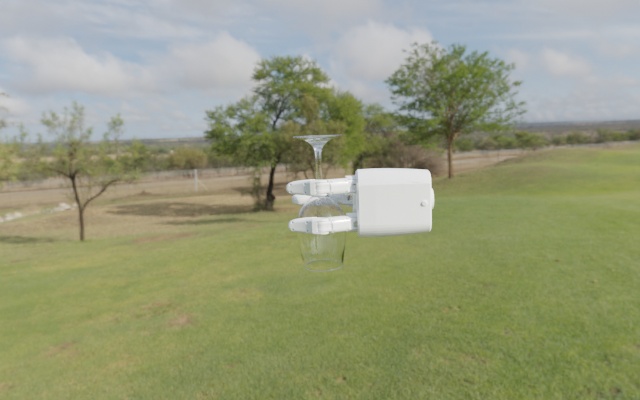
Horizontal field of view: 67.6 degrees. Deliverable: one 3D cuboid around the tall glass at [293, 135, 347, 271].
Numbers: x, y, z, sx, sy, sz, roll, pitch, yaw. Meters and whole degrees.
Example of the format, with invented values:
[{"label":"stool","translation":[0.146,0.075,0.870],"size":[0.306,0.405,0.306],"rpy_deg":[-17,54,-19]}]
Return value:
[{"label":"tall glass","translation":[0.000,0.002,0.725],"size":[0.079,0.201,0.079],"rpy_deg":[-2,7,0]}]
